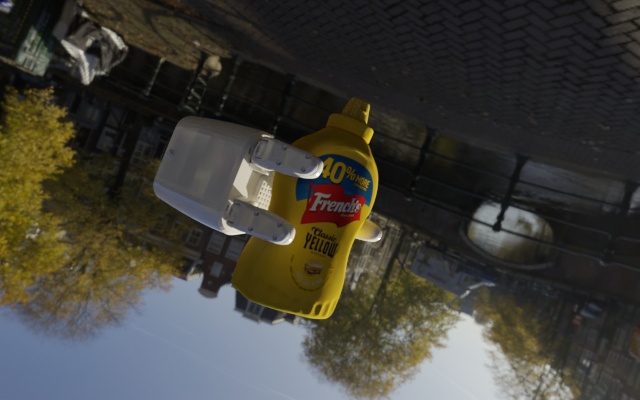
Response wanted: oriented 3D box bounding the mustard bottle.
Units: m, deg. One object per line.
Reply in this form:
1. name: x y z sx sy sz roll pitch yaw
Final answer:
1. mustard bottle: 0.000 0.002 0.417 0.096 0.191 0.058 23 -3 -32
